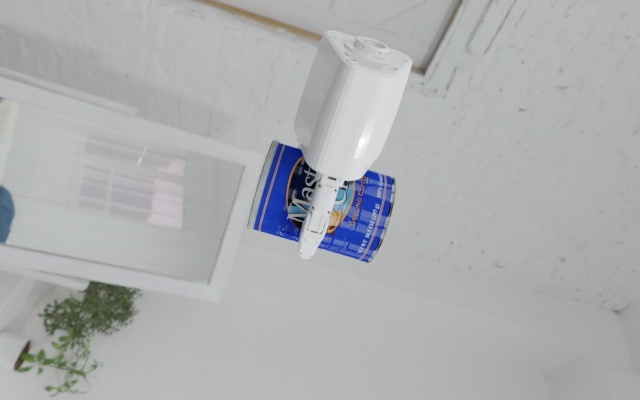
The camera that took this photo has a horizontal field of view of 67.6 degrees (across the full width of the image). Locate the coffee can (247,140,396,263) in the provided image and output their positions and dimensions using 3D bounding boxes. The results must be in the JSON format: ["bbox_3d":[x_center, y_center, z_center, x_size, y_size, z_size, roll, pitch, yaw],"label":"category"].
[{"bbox_3d":[0.000,0.002,0.534,0.140,0.103,0.103,16,-1,-5],"label":"coffee can"}]
